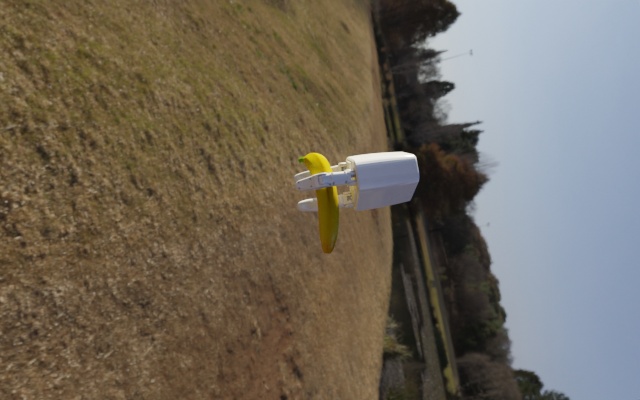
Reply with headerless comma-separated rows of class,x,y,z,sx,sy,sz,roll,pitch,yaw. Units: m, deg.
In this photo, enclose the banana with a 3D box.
banana,0.004,-0.010,0.819,0.037,0.197,0.070,-3,-29,-20
